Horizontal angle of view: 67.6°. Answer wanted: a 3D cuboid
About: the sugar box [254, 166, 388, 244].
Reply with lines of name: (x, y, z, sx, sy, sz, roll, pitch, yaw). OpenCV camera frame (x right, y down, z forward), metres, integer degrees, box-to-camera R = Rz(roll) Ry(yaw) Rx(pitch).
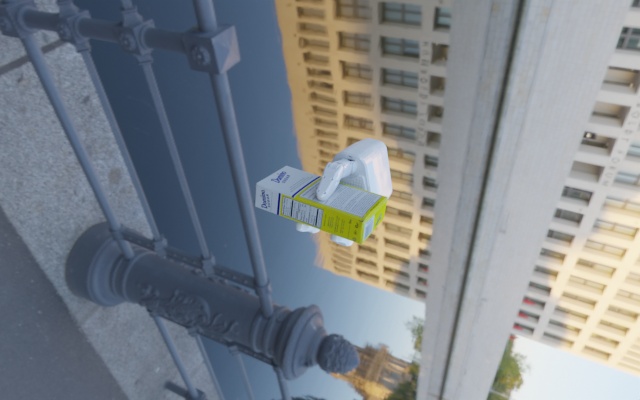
sugar box: (0.000, 0.003, 0.710, 0.176, 0.048, 0.093, 16, 28, 22)
